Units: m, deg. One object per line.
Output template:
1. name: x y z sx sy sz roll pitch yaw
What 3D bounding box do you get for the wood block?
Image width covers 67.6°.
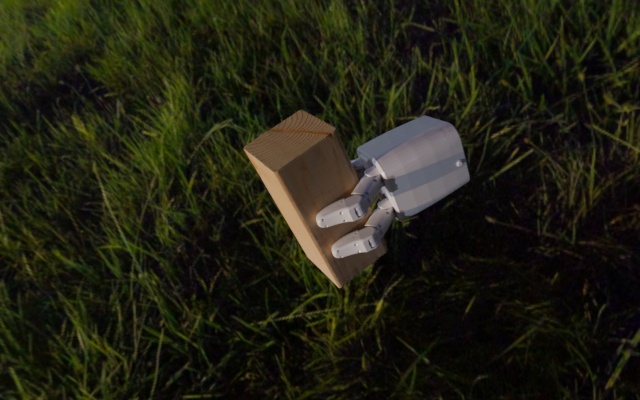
1. wood block: 0.000 0.002 0.612 0.090 0.206 0.090 -36 38 -12
